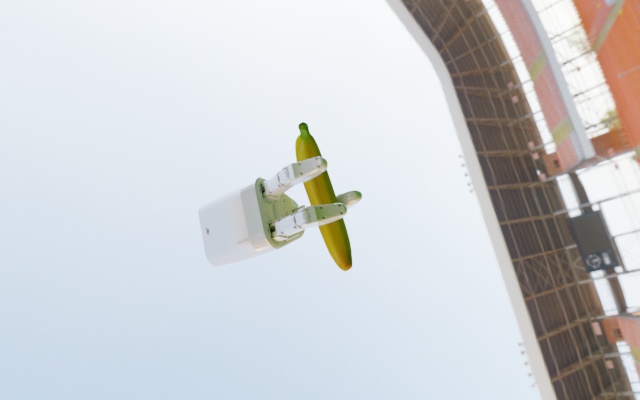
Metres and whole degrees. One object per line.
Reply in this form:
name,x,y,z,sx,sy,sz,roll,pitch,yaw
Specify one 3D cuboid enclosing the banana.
banana,0.001,-0.004,0.631,0.037,0.198,0.069,-18,7,8
